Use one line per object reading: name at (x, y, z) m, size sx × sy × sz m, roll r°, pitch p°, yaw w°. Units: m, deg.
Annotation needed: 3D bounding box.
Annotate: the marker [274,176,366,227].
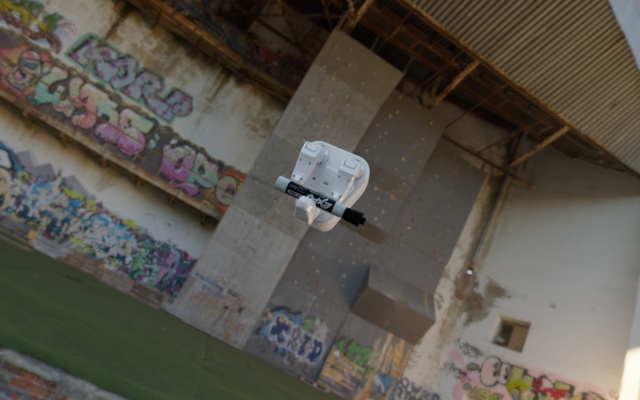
marker at (0.000, 0.002, 0.595) m, size 0.121 × 0.020 × 0.020 m, roll 24°, pitch 3°, yaw 8°
